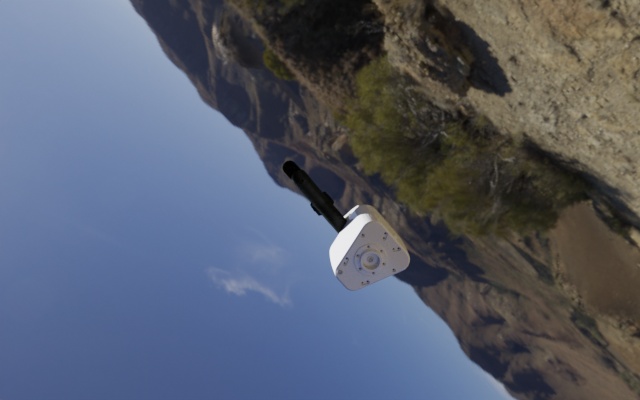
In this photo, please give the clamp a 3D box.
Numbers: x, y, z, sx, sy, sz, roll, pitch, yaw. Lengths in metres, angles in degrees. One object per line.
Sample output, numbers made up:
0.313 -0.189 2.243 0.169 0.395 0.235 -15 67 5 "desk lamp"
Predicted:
0.000 0.003 0.793 0.039 0.171 0.120 -43 9 5 "clamp"
